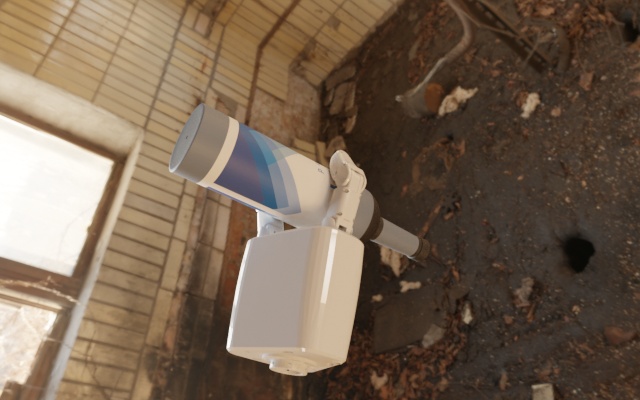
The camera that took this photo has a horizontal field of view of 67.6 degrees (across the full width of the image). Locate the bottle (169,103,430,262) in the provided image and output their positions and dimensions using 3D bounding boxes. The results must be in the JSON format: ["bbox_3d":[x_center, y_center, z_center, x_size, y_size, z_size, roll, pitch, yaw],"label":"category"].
[{"bbox_3d":[0.000,0.001,0.484,0.296,0.069,0.069,26,-13,-28],"label":"bottle"}]
